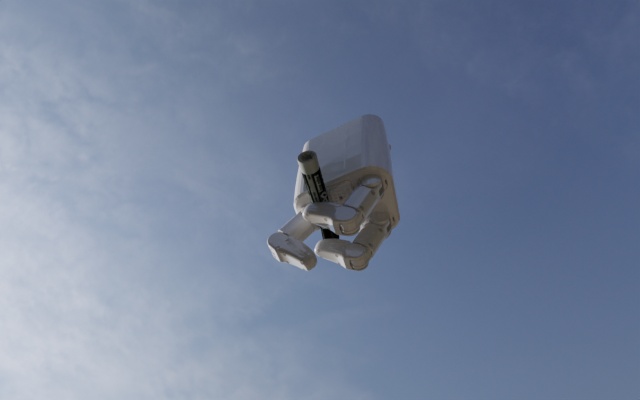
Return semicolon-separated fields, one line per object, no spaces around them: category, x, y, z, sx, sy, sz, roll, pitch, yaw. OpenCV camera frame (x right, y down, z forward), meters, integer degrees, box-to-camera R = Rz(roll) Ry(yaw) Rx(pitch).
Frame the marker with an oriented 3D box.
marker;0.000;0.002;0.489;0.020;0.121;0.020;-9;42;9
